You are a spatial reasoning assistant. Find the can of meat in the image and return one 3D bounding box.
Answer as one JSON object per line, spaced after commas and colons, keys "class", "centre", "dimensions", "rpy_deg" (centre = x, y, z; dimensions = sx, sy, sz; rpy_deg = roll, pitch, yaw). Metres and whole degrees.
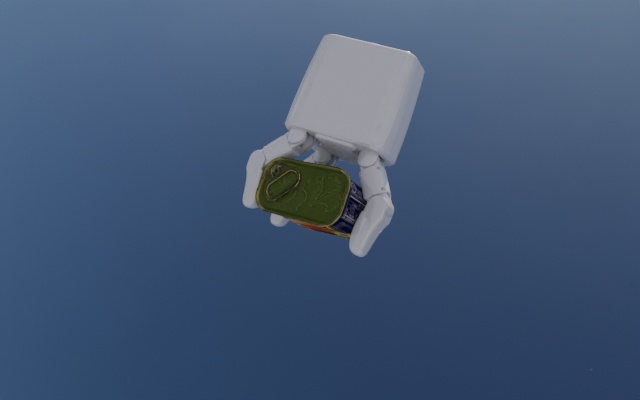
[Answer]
{"class": "can of meat", "centre": [0.000, 0.002, 0.486], "dimensions": [0.102, 0.057, 0.084], "rpy_deg": [13, -10, 32]}
